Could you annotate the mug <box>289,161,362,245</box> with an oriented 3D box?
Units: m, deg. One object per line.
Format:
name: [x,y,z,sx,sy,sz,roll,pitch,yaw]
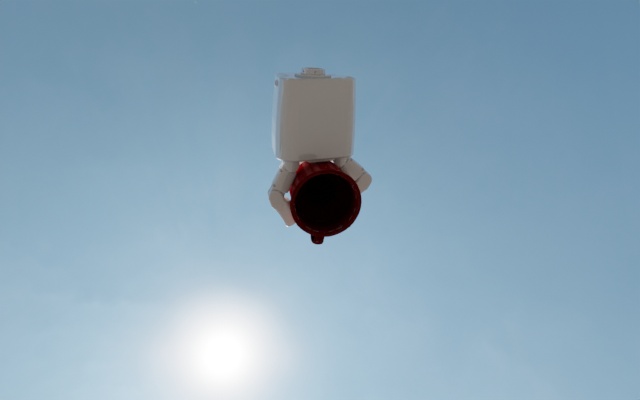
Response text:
mug: [0.000,0.003,0.650,0.093,0.117,0.081,1,20,-10]
